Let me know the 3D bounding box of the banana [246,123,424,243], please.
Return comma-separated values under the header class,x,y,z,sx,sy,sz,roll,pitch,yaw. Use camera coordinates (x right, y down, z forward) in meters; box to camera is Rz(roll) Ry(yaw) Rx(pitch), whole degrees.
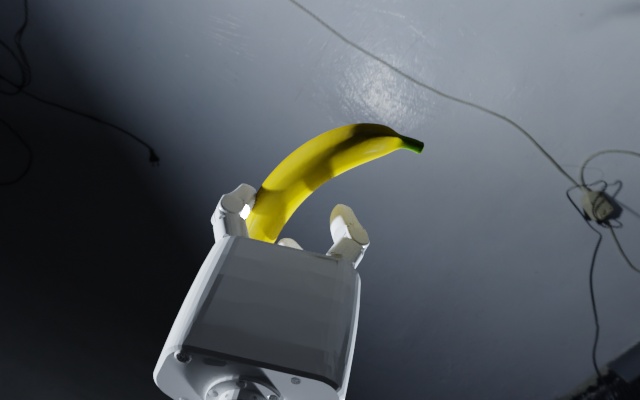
class,x,y,z,sx,sy,sz,roll,pitch,yaw
banana,-0.009,-0.013,0.422,0.198,0.070,0.037,-32,25,22
